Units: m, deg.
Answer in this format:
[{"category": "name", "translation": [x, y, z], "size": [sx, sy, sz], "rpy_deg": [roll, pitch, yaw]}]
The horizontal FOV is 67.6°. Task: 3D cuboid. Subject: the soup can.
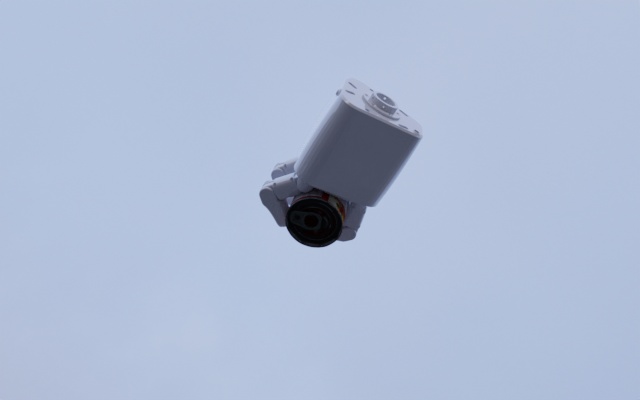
[{"category": "soup can", "translation": [0.000, 0.002, 0.592], "size": [0.068, 0.068, 0.102], "rpy_deg": [0, 29, 10]}]
